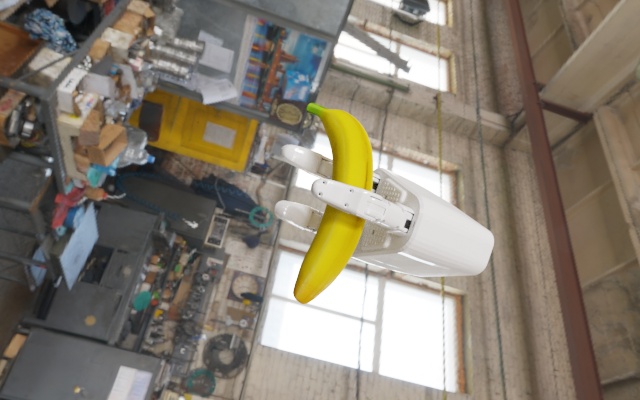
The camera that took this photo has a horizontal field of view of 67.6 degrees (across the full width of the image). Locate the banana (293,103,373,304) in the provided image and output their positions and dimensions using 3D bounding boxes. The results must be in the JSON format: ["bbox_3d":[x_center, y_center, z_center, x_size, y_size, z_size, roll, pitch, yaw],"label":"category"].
[{"bbox_3d":[0.015,-0.004,0.437,0.069,0.197,0.037,-10,-25,36],"label":"banana"}]
